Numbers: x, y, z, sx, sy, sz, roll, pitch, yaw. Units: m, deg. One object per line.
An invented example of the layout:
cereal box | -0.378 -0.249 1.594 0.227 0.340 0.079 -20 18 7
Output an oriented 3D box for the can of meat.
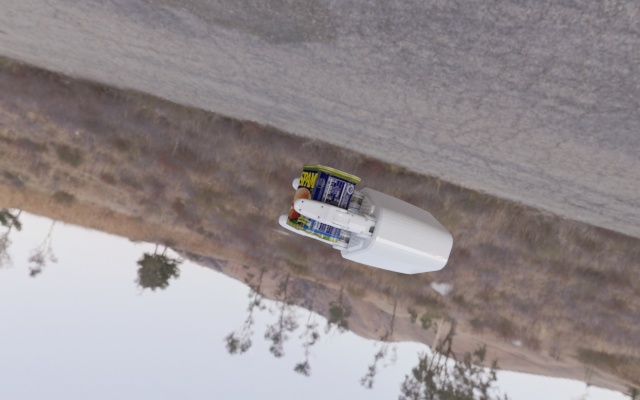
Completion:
can of meat | 0.000 0.002 0.609 0.057 0.084 0.102 18 -1 -19
